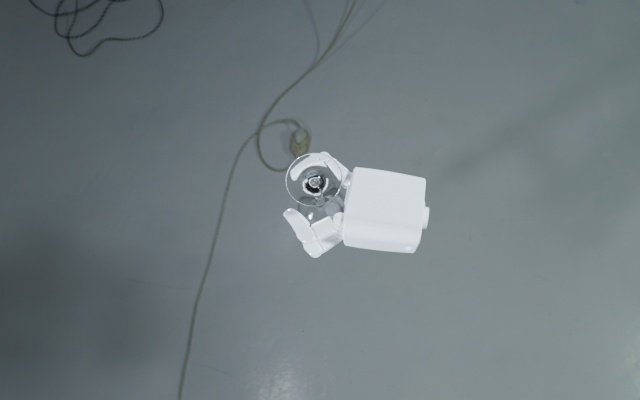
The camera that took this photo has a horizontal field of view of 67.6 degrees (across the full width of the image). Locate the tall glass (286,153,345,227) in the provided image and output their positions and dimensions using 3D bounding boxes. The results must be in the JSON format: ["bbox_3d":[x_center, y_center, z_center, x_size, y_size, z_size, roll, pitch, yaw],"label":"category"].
[{"bbox_3d":[0.000,0.002,0.711,0.079,0.079,0.201,0,-17,5],"label":"tall glass"}]
